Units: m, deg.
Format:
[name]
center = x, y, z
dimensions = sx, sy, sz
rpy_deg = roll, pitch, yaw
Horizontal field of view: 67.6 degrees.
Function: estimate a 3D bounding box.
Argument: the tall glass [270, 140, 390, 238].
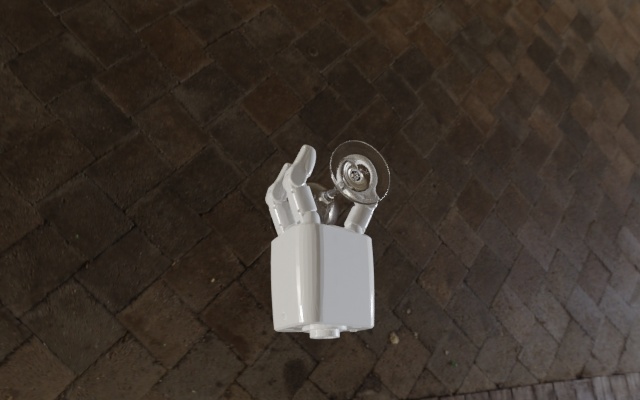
[tall glass]
center = 0.000, 0.002, 0.594
dimensions = 0.079, 0.079, 0.201
rpy_deg = 0, -19, -27
